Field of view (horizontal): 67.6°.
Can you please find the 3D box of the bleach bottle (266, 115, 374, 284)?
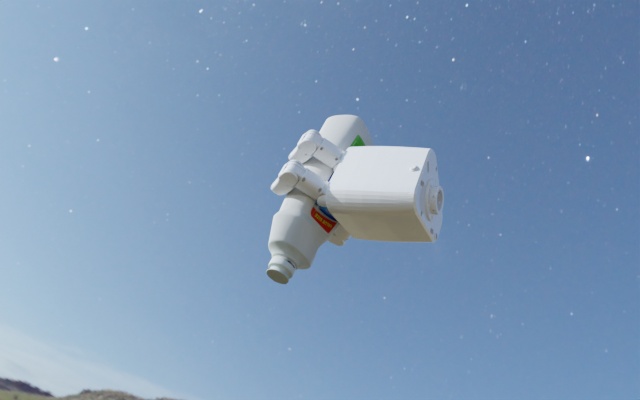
[{"bbox_3d":[0.000,0.002,0.618,0.068,0.250,0.103,2,-43,30],"label":"bleach bottle"}]
